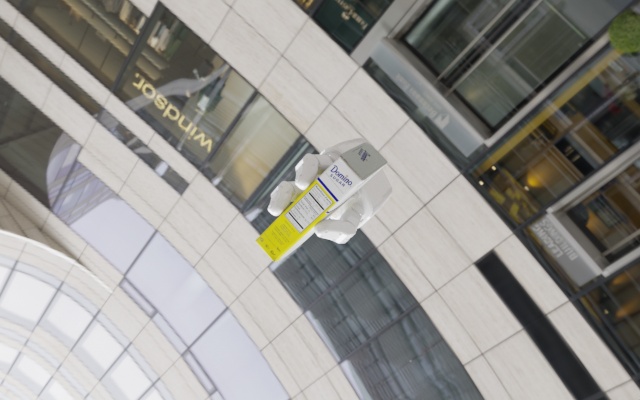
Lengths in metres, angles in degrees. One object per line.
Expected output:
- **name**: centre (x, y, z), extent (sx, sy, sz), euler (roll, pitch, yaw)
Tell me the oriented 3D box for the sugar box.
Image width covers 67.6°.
- **sugar box**: centre (0.000, 0.002, 0.612), extent (0.176, 0.048, 0.093), euler (-47, -6, 30)
